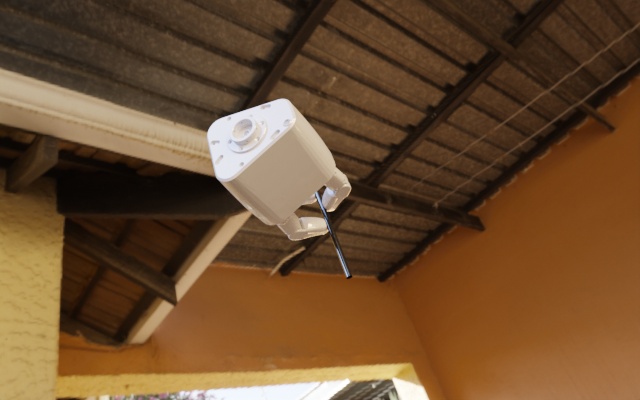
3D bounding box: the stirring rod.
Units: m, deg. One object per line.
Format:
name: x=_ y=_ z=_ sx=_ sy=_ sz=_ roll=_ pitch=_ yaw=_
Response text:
stirring rod: x=0.000 y=0.002 z=0.652 sx=0.011 sy=0.239 sz=0.011 roll=-14 pitch=-36 yaw=-10
